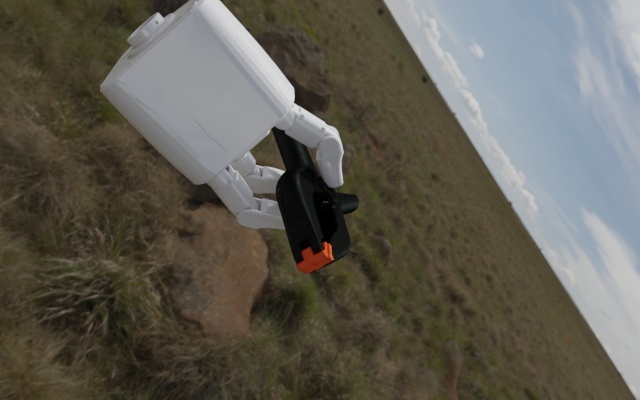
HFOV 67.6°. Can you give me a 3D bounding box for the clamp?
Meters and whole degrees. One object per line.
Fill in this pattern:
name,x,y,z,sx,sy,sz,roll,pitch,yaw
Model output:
clamp,0.001,0.001,0.467,0.036,0.165,0.209,-31,34,17
